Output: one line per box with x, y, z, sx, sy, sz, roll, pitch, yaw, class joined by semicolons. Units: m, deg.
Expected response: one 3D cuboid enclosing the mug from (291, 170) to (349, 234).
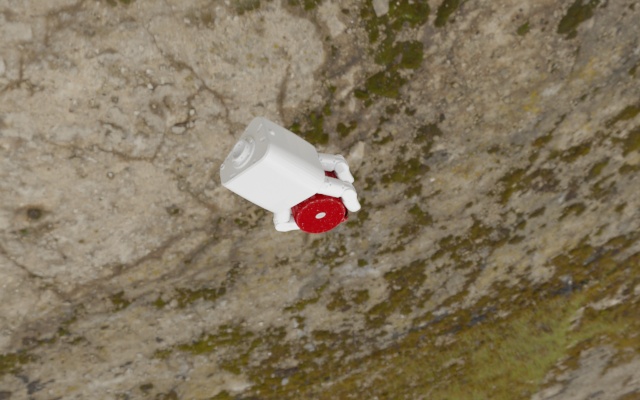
0.001;0.003;0.770;0.117;0.081;0.093;27;-59;-37;mug
